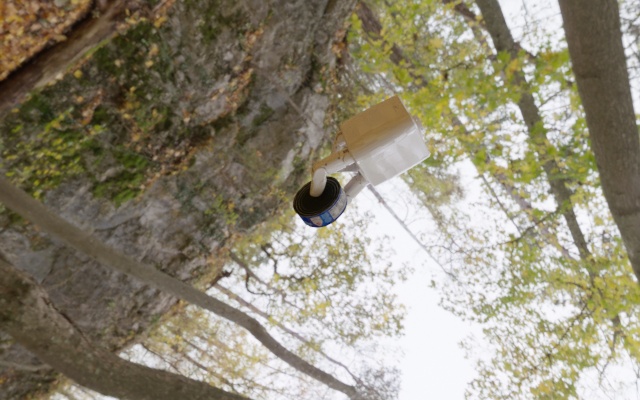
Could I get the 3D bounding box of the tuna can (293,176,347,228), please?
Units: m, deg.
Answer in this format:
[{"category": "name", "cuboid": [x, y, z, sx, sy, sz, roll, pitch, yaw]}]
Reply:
[{"category": "tuna can", "cuboid": [0.000, 0.003, 0.780, 0.086, 0.086, 0.034, 0, -40, 35]}]
